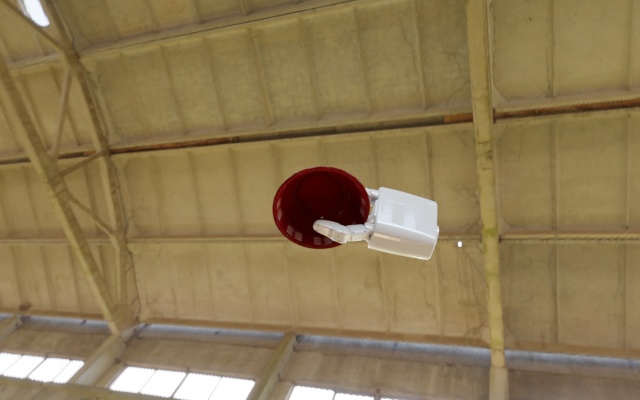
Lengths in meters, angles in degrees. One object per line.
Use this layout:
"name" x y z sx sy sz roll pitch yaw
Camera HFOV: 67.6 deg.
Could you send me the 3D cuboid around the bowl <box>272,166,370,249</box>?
"bowl" -0.001 0.002 0.805 0.162 0.162 0.055 0 32 -4
